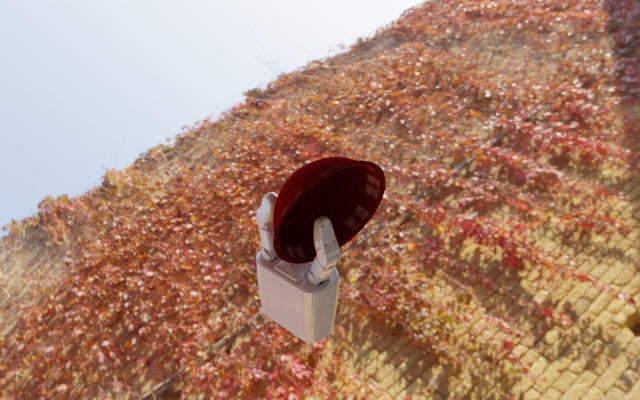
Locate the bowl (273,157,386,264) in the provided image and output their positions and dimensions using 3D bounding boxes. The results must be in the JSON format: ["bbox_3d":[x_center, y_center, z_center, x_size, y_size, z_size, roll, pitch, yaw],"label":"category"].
[{"bbox_3d":[0.000,0.001,0.584,0.162,0.162,0.055,0,40,-46],"label":"bowl"}]
